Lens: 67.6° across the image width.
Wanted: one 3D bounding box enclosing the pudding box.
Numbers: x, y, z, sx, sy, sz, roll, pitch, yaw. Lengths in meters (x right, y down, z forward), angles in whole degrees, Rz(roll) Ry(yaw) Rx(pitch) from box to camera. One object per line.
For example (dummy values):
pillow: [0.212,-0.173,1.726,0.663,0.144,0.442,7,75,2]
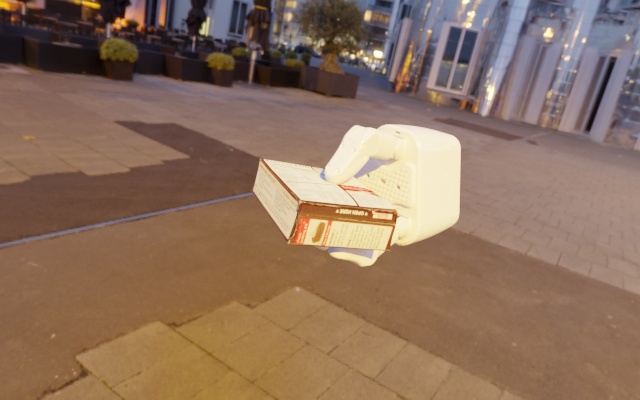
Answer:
pudding box: [0.000,0.001,0.407,0.090,0.039,0.113,5,17,-24]
